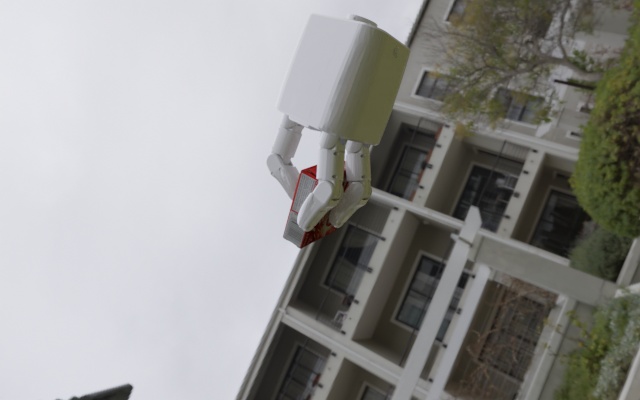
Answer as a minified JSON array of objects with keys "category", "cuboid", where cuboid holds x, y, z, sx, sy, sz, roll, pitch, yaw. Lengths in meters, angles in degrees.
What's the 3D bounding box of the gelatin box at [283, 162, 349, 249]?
[{"category":"gelatin box","cuboid":[0.000,0.002,0.531,0.030,0.089,0.073,30,28,25]}]
